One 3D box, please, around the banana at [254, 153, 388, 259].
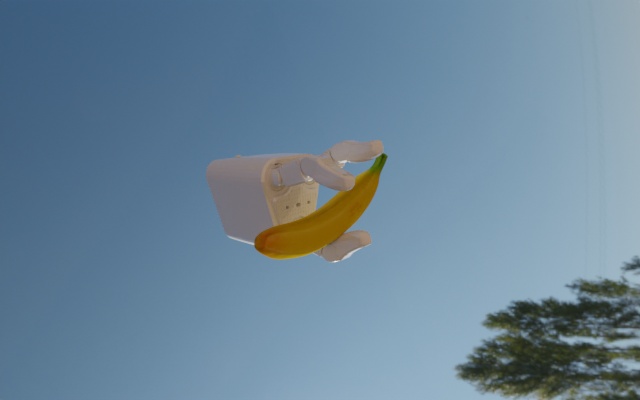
[{"bbox_3d":[0.003,0.015,0.497,0.037,0.070,0.197,22,42,33],"label":"banana"}]
